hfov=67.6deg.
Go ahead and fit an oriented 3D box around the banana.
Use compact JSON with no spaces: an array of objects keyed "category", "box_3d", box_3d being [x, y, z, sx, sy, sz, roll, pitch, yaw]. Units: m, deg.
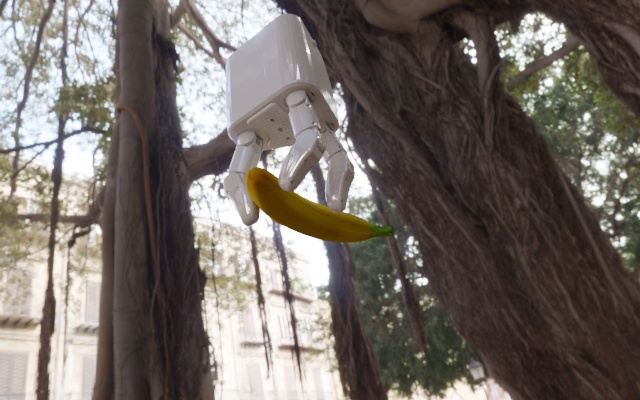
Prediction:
[{"category":"banana","box_3d":[-0.010,0.010,0.501,0.198,0.037,0.070,21,-39,-39]}]
